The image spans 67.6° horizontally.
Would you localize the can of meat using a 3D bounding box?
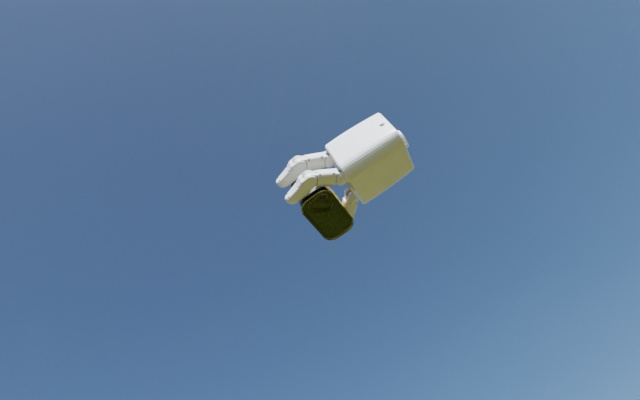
[{"bbox_3d":[0.000,0.002,0.788,0.057,0.102,0.084,-36,39,6],"label":"can of meat"}]
